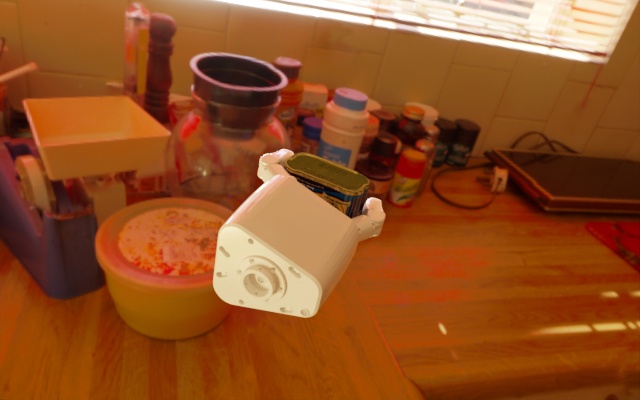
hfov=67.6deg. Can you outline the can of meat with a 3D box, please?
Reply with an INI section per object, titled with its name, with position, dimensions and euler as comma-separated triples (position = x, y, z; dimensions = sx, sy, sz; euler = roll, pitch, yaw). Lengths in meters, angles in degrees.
[can of meat]
position = 0.000, 0.002, 0.553
dimensions = 0.102, 0.084, 0.057
euler = 22, 32, 15
